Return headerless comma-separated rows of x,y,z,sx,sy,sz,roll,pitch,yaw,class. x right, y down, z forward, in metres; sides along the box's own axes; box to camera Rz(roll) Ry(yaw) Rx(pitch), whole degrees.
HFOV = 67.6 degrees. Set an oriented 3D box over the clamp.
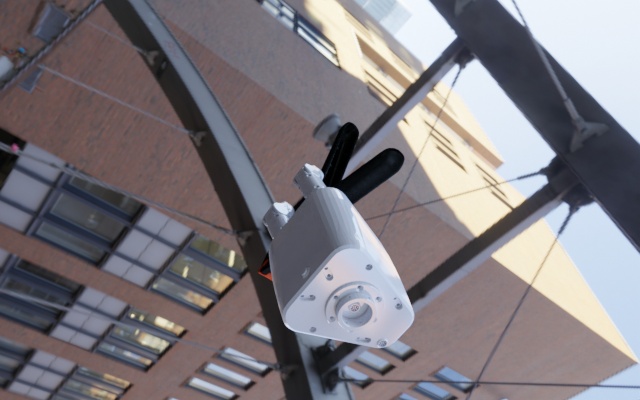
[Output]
0.000,0.003,0.546,0.036,0.210,0.164,34,15,-20,clamp
